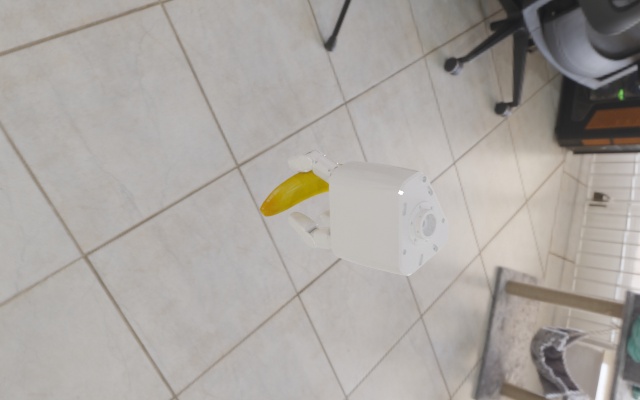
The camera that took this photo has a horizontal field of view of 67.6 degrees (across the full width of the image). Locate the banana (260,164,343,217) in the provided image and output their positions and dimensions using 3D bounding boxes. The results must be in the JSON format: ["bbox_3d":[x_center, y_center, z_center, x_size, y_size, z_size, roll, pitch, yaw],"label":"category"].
[{"bbox_3d":[0.005,-0.016,0.652,0.198,0.069,0.037,-3,15,-43],"label":"banana"}]
